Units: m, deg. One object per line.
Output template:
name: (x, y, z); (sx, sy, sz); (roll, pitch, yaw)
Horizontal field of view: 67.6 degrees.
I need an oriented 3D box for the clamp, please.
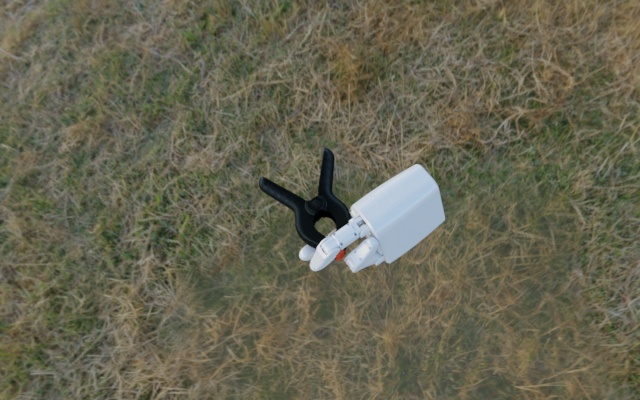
clamp: (0.000, 0.002, 0.689); (0.120, 0.171, 0.039); (-35, -21, -4)
